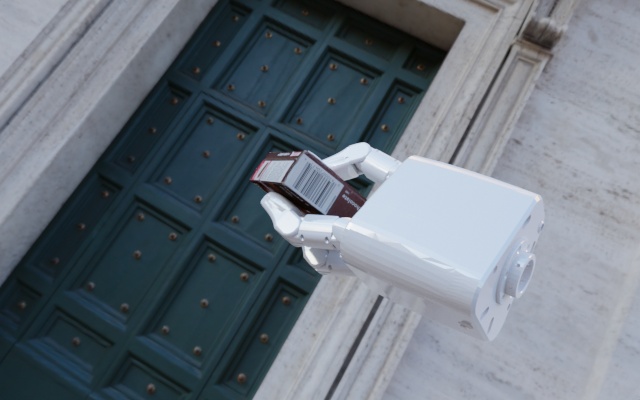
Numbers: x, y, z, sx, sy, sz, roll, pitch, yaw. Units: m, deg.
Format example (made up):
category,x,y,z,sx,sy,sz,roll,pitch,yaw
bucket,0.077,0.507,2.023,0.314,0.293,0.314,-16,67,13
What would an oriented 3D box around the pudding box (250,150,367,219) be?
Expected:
category,x,y,z,sx,sy,sz,roll,pitch,yaw
pudding box,0.000,0.001,0.437,0.113,0.039,0.090,40,-14,-22
